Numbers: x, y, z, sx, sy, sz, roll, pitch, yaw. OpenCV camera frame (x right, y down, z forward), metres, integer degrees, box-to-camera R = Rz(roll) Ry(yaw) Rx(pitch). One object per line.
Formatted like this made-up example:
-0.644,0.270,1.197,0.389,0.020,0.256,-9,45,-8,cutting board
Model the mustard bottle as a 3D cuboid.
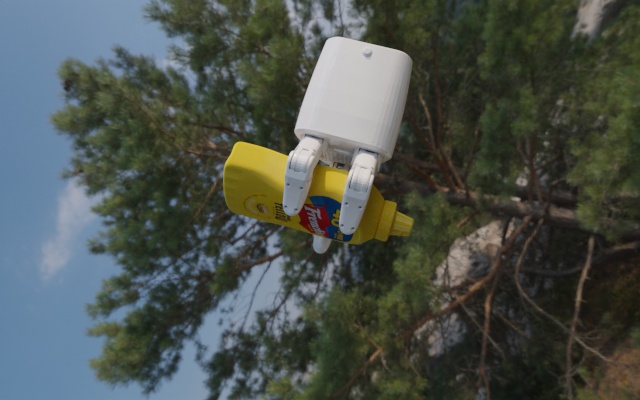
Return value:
0.000,0.002,0.491,0.191,0.058,0.096,15,-34,6,mustard bottle
